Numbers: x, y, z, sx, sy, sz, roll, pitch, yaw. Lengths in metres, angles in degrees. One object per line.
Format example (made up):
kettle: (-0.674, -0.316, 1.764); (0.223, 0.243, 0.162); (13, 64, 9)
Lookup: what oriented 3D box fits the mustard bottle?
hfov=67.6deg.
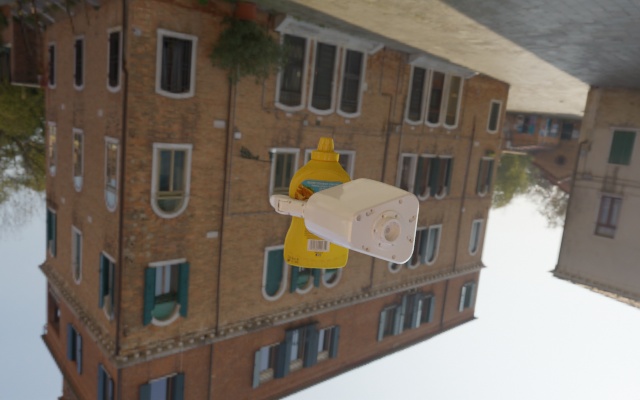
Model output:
mustard bottle: (0.000, 0.003, 0.713); (0.096, 0.191, 0.058); (4, 9, -6)
